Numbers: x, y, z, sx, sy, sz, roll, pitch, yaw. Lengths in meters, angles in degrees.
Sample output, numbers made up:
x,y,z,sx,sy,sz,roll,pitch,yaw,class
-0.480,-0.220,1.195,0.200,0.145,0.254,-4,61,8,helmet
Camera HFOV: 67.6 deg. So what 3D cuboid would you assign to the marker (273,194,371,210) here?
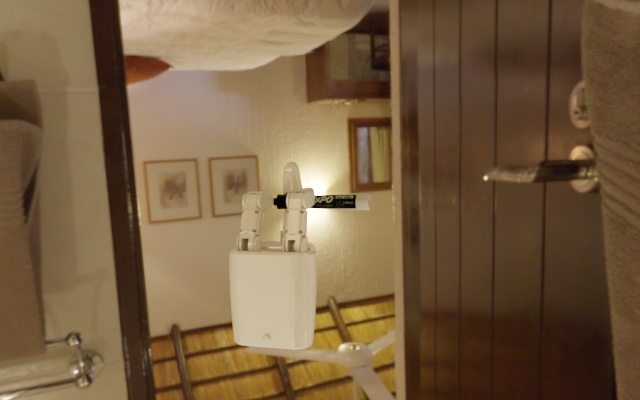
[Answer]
x,y,z,sx,sy,sz,roll,pitch,yaw,class
0.000,0.002,0.583,0.121,0.020,0.020,0,0,14,marker
